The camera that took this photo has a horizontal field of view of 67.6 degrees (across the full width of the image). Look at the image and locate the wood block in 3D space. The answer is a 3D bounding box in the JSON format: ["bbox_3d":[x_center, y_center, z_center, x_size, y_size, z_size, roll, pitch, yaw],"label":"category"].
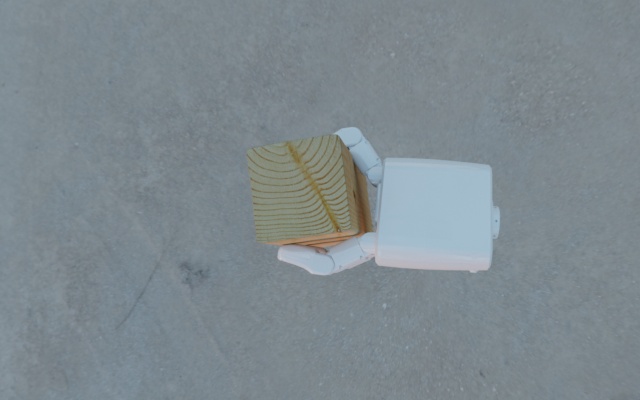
[{"bbox_3d":[0.000,0.001,0.526,0.090,0.091,0.206,-9,-9,11],"label":"wood block"}]
